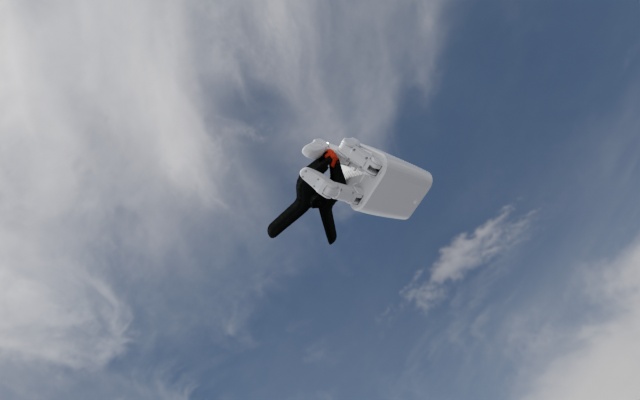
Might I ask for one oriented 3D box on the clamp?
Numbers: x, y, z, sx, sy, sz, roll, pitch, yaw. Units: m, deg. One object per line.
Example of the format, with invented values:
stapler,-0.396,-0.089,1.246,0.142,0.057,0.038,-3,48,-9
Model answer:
clamp,0.000,0.002,0.765,0.120,0.171,0.039,14,29,-33
